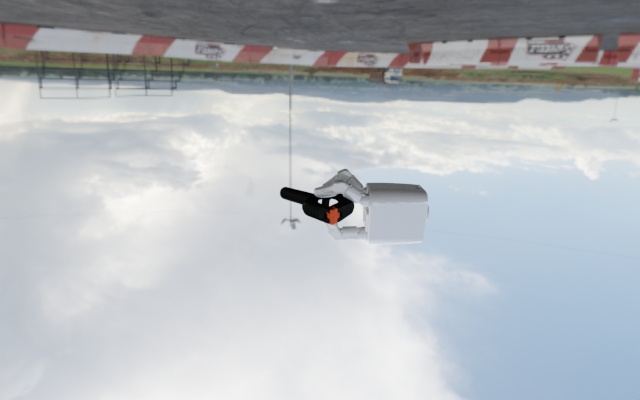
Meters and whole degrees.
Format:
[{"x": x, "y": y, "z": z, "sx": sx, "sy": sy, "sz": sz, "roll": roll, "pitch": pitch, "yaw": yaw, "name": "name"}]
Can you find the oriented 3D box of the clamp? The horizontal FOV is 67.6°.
[{"x": 0.000, "y": 0.004, "z": 0.893, "sx": 0.164, "sy": 0.036, "sz": 0.210, "roll": -1, "pitch": 14, "yaw": 0, "name": "clamp"}]
